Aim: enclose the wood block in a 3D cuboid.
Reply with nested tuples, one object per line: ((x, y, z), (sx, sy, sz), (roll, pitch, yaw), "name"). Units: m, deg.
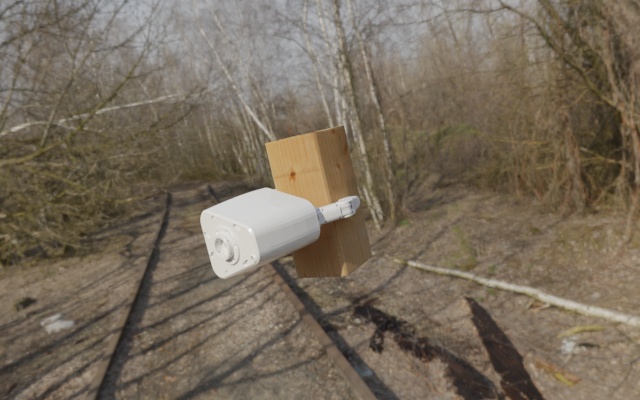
((0.000, 0.002, 0.712), (0.091, 0.206, 0.090), (-7, 10, 33), "wood block")
